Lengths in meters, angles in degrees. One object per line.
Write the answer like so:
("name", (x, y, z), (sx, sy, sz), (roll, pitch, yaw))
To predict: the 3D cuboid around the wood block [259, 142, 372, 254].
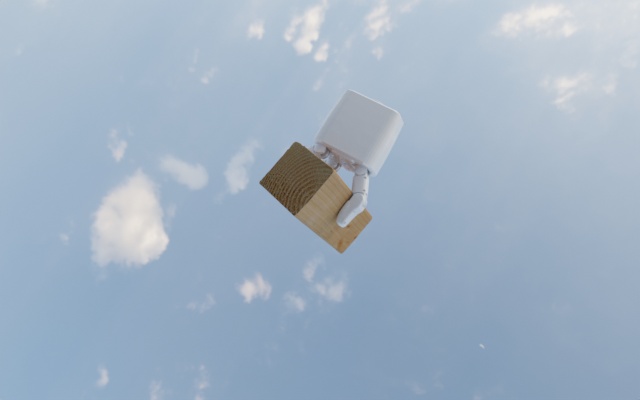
("wood block", (0.001, 0.002, 0.789), (0.090, 0.090, 0.206), (40, -2, 31))
